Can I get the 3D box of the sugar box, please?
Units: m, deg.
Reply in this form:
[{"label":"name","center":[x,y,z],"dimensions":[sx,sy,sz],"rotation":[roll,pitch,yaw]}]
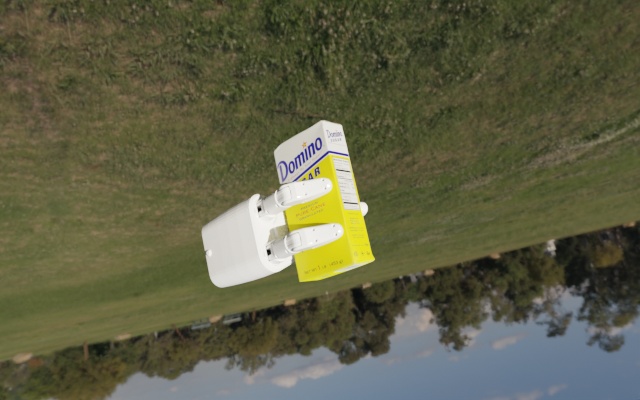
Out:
[{"label":"sugar box","center":[0.000,0.002,0.582],"dimensions":[0.093,0.176,0.048],"rotation":[-25,-17,38]}]
